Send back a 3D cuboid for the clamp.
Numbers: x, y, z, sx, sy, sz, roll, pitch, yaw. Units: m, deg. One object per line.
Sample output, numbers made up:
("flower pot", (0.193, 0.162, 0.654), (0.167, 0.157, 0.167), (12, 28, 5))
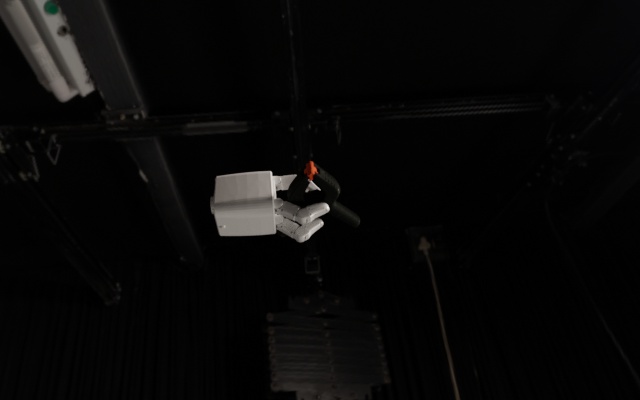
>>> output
("clamp", (0.000, 0.002, 0.882), (0.164, 0.036, 0.210), (-5, -34, -6))
